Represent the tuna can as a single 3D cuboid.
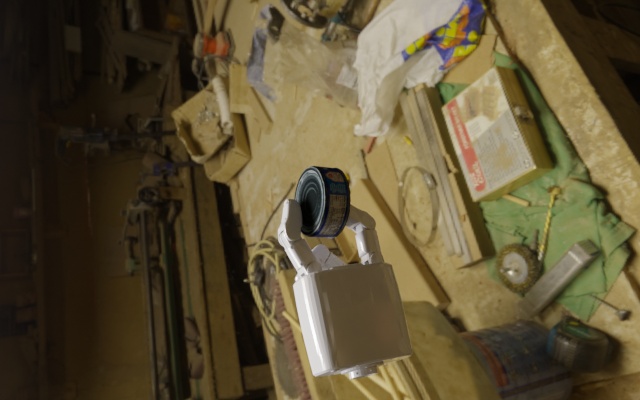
[{"bbox_3d":[0.000,0.002,0.570,0.034,0.086,0.086,4,-2,-28],"label":"tuna can"}]
